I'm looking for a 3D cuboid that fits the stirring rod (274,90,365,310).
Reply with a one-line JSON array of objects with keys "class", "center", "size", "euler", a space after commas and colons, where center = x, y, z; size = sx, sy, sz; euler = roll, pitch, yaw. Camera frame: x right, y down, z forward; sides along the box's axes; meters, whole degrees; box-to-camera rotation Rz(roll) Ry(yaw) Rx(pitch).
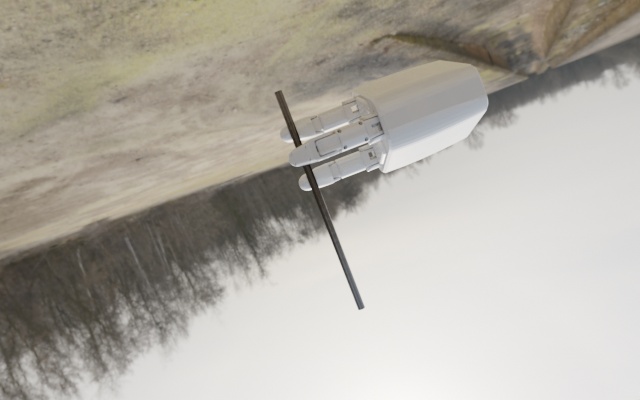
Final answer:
[{"class": "stirring rod", "center": [0.000, 0.001, 0.493], "size": [0.011, 0.239, 0.011], "euler": [-21, 4, 2]}]
